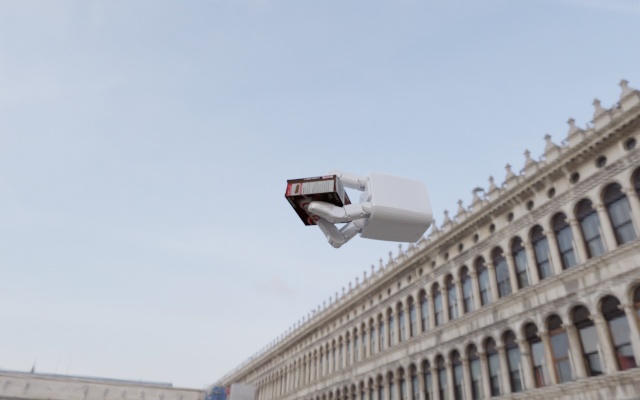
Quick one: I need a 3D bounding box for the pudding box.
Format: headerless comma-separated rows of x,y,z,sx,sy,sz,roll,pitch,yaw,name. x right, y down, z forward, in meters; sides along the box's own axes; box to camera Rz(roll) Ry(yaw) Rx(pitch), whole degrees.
0.000,0.003,0.813,0.090,0.039,0.114,-6,-33,16,pudding box
